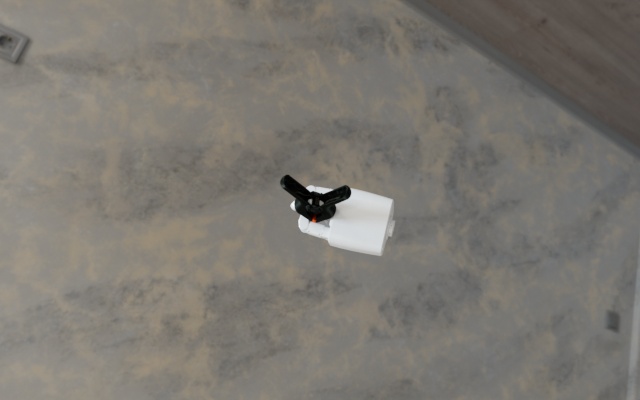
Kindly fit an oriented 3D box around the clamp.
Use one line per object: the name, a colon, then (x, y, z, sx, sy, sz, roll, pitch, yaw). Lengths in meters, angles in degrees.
clamp: (0.000, 0.003, 0.862, 0.120, 0.039, 0.171, 13, -18, 13)
